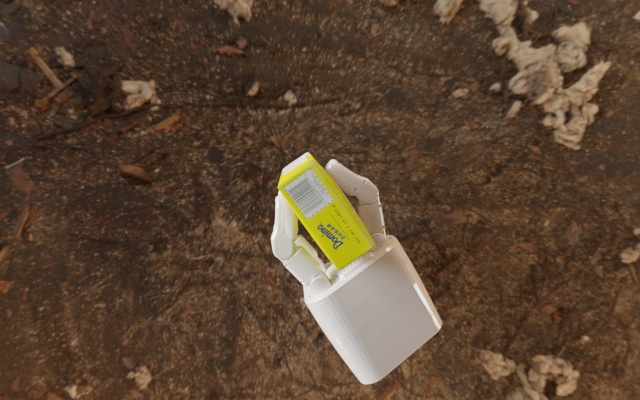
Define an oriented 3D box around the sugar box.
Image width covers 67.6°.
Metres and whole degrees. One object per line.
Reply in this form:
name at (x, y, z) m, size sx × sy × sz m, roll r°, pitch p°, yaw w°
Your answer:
sugar box at (0.000, 0.002, 0.485) m, size 0.048 × 0.093 × 0.176 m, roll -35°, pitch 8°, yaw -1°
